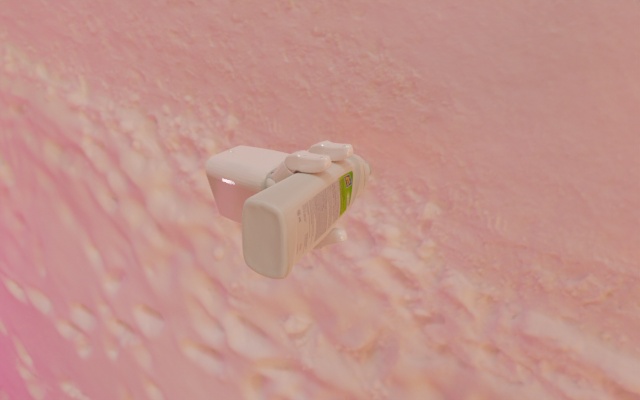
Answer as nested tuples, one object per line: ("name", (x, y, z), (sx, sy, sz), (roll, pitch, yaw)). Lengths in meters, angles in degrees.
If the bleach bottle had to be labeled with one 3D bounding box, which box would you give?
("bleach bottle", (0.000, 0.002, 0.635), (0.068, 0.103, 0.250), (16, 28, 27))
